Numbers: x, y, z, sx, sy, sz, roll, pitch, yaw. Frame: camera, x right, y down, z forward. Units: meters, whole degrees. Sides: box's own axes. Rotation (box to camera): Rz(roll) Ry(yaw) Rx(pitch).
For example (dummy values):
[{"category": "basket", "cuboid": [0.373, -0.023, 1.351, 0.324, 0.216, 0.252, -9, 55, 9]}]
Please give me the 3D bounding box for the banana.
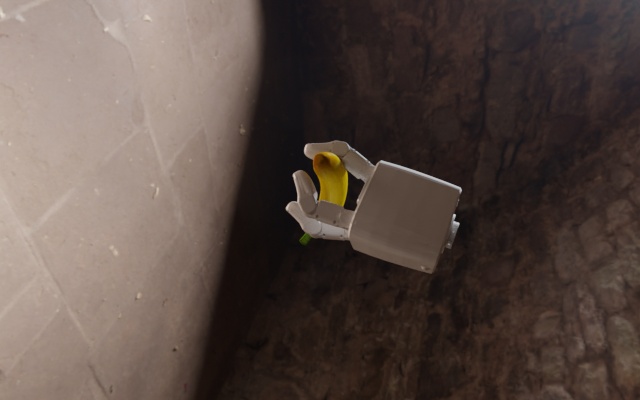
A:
[{"category": "banana", "cuboid": [0.010, -0.008, 0.646, 0.037, 0.069, 0.198, 30, -34, 15]}]
